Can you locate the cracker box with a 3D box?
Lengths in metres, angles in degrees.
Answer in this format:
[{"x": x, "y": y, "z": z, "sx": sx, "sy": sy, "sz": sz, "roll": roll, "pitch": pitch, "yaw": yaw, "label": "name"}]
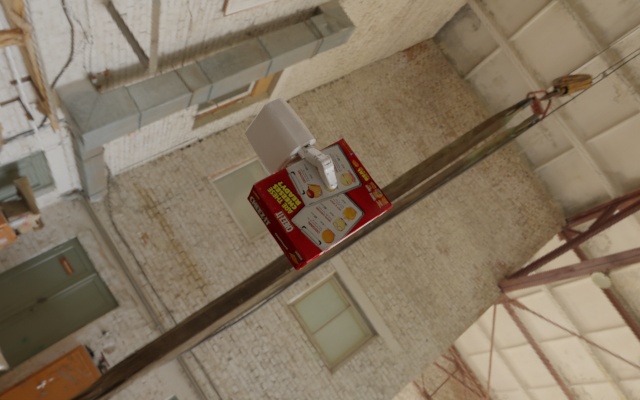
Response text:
[{"x": 0.000, "y": 0.003, "z": 0.877, "sx": 0.213, "sy": 0.164, "sz": 0.072, "roll": -31, "pitch": -9, "yaw": -29, "label": "cracker box"}]
